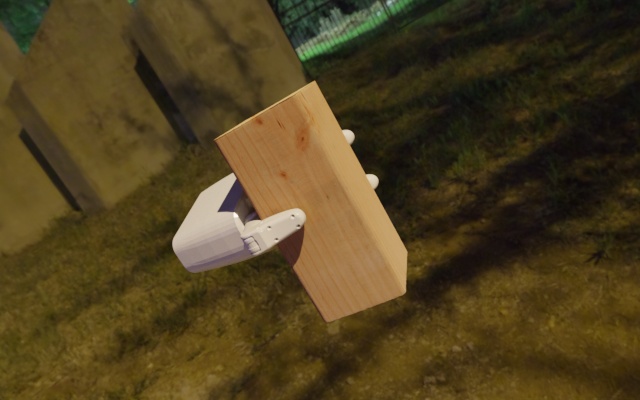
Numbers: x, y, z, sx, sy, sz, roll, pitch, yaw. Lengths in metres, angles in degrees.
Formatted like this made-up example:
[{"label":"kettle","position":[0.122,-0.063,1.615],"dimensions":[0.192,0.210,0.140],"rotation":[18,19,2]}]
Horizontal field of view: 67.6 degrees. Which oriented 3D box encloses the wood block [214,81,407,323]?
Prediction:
[{"label":"wood block","position":[0.000,0.002,0.468],"dimensions":[0.090,0.206,0.090],"rotation":[-25,14,20]}]
